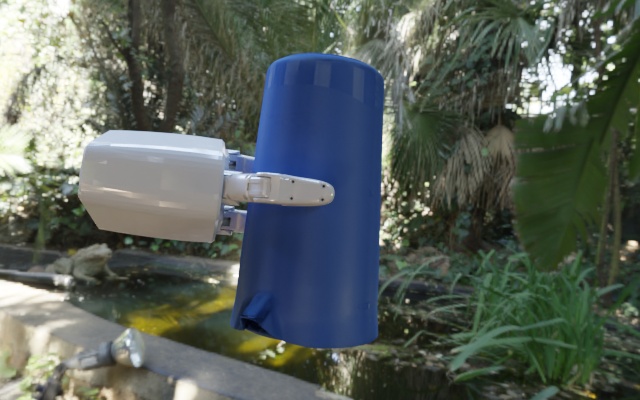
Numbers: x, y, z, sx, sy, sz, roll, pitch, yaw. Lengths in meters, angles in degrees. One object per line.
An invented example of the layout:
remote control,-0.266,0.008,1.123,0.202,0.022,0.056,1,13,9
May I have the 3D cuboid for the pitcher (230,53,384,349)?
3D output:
pitcher,0.000,0.001,0.444,0.145,0.243,0.149,6,-1,-13
